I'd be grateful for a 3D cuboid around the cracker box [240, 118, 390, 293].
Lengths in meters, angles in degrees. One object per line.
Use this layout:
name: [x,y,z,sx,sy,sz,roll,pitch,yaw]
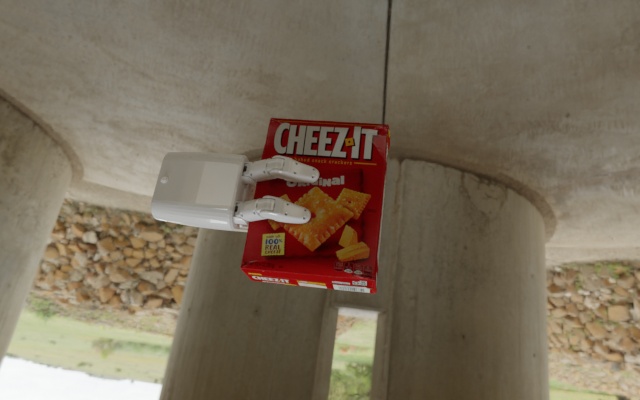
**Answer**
cracker box: [0.000,0.002,0.618,0.164,0.213,0.072,5,-22,8]
